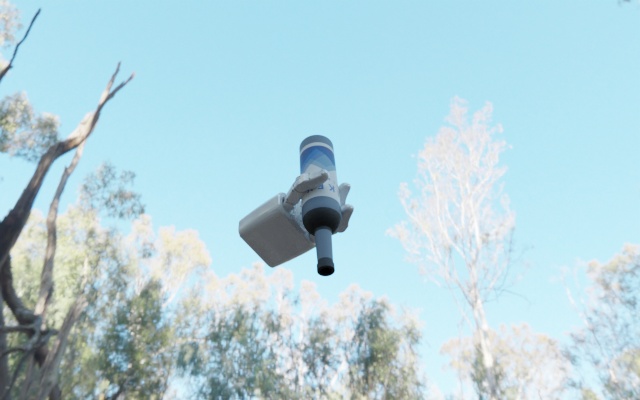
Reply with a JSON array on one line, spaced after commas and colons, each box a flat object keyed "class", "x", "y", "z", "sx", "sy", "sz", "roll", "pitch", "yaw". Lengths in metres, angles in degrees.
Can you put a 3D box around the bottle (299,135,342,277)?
[{"class": "bottle", "x": 0.000, "y": 0.002, "z": 0.820, "sx": 0.069, "sy": 0.295, "sz": 0.069, "roll": -2, "pitch": -45, "yaw": -2}]
